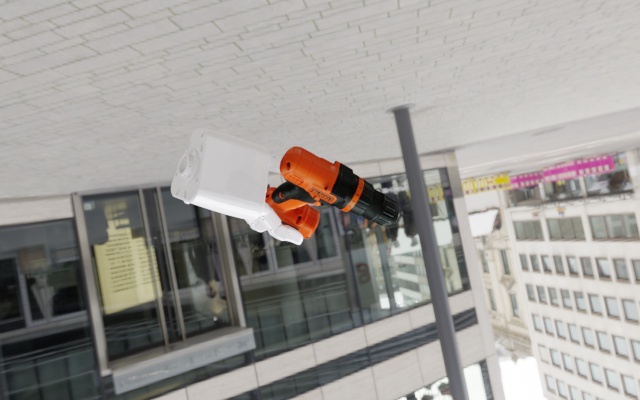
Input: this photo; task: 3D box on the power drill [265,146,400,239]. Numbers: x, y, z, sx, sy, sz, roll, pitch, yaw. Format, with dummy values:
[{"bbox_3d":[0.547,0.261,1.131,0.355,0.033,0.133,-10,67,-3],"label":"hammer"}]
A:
[{"bbox_3d":[0.000,0.002,0.709,0.184,0.057,0.188,29,-29,-17],"label":"power drill"}]
